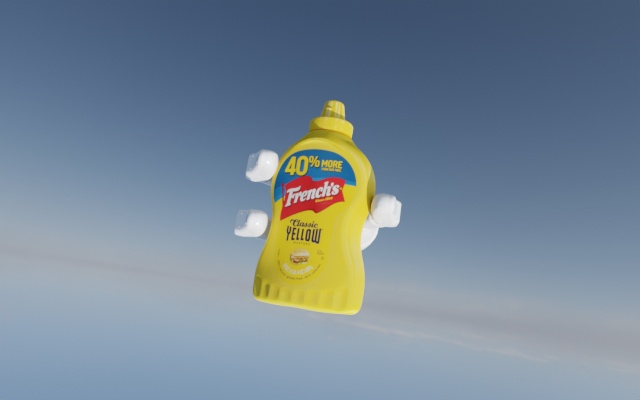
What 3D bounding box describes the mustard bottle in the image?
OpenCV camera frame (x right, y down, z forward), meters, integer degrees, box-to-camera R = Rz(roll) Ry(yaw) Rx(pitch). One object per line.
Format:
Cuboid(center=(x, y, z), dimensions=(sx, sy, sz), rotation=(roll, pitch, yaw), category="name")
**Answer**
Cuboid(center=(0.000, 0.002, 0.435), dimensions=(0.096, 0.191, 0.058), rotation=(3, -12, 25), category="mustard bottle")
